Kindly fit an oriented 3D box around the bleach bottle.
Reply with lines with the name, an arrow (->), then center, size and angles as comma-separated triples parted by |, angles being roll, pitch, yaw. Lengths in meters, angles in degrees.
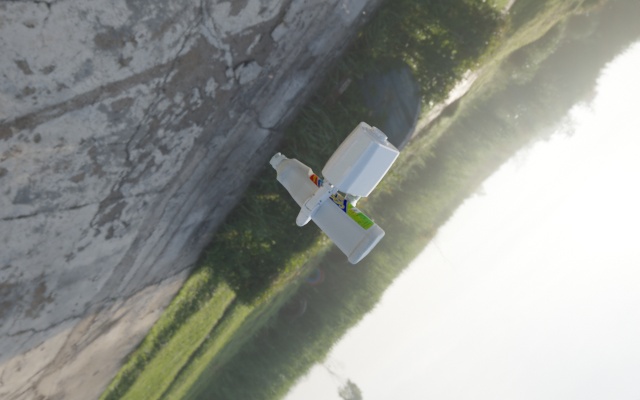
bleach bottle -> 0.000, 0.003, 0.881 | 0.251, 0.068, 0.102 | 42, 20, 12
